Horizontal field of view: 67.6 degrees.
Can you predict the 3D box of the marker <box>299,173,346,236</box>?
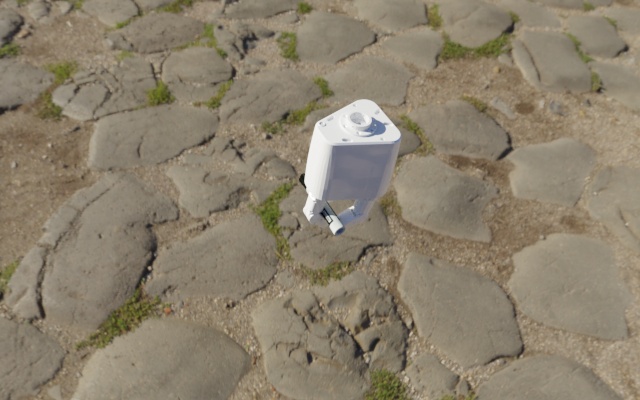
[{"bbox_3d":[0.000,0.002,0.722,0.020,0.121,0.020,-23,-34,-16],"label":"marker"}]
